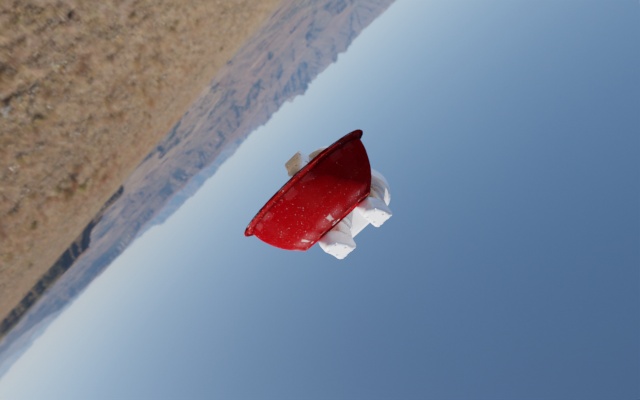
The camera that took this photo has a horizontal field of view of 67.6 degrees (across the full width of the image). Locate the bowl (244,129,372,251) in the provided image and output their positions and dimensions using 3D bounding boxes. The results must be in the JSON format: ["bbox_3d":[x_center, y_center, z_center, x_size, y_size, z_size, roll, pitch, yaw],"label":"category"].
[{"bbox_3d":[0.000,0.002,0.490,0.162,0.055,0.162,-41,-5,-5],"label":"bowl"}]
